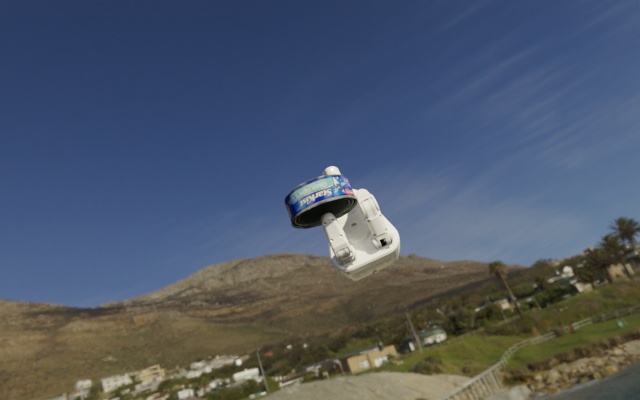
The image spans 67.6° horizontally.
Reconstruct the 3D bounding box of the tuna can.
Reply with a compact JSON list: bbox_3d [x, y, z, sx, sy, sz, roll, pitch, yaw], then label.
[{"bbox_3d":[0.000,0.001,0.587,0.086,0.033,0.086,-19,-19,-7],"label":"tuna can"}]
